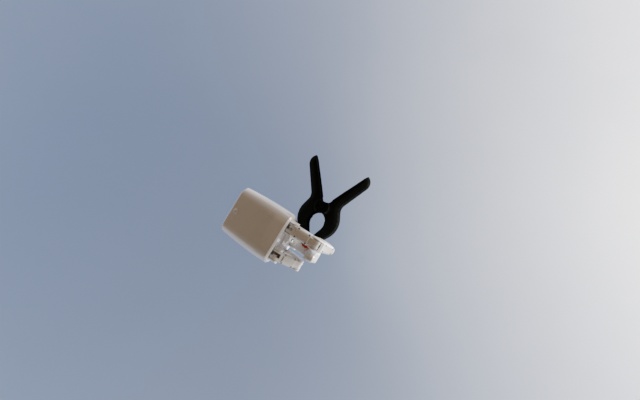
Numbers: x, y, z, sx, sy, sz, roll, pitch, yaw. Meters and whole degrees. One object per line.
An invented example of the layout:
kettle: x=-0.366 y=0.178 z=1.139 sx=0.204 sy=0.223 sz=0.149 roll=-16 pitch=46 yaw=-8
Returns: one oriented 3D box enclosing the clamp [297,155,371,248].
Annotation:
clamp: x=0.000 y=0.003 z=0.879 sx=0.120 sy=0.171 sz=0.039 roll=33 pitch=-3 yaw=20
